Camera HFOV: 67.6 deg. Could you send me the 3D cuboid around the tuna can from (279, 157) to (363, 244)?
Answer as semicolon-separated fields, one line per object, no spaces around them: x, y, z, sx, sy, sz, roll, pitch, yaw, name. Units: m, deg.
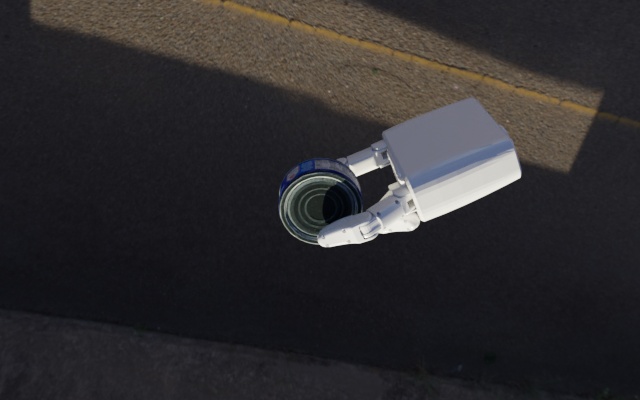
0.000;0.002;0.486;0.086;0.086;0.033;0;28;-2;tuna can
